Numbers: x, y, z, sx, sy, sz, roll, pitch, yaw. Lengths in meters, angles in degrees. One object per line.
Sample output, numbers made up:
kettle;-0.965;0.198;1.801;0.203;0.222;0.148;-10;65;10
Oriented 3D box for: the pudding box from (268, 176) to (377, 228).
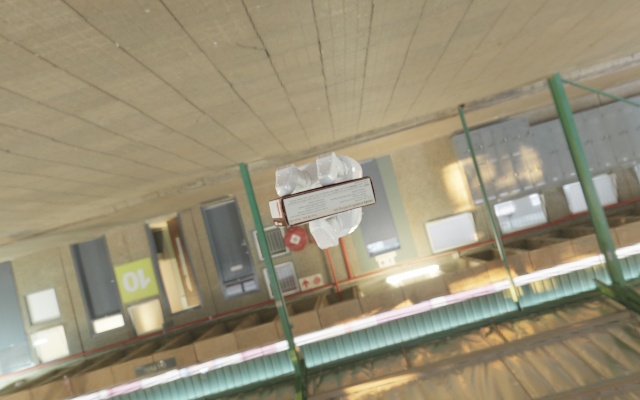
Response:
pudding box;0.000;0.002;0.580;0.113;0.039;0.090;-16;1;-15
